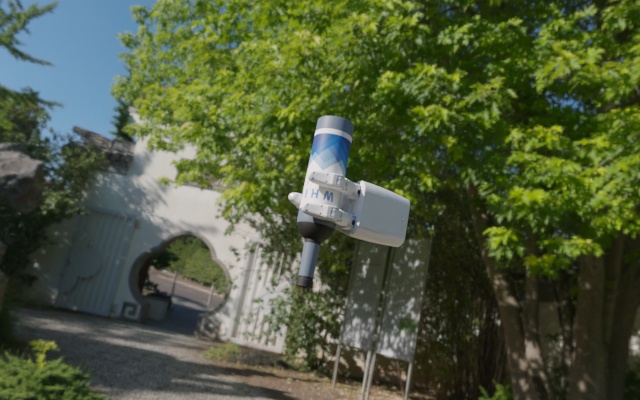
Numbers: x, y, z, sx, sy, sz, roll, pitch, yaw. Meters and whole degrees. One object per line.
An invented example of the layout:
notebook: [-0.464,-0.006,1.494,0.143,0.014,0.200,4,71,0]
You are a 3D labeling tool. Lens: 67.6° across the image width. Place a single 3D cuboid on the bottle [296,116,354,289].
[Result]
bottle: [0.000,0.002,0.822,0.069,0.295,0.069,11,-13,3]
